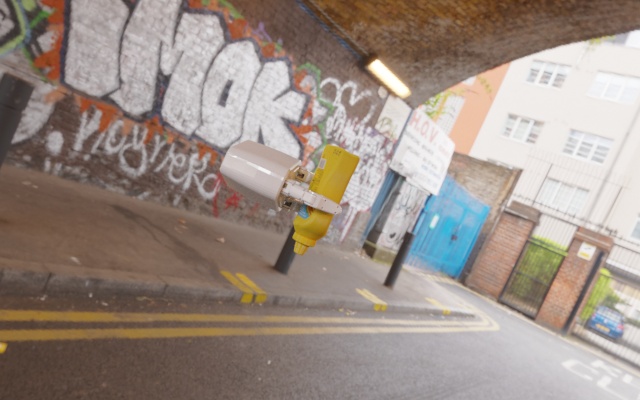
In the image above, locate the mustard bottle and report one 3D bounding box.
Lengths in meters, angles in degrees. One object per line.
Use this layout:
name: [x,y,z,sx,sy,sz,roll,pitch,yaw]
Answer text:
mustard bottle: [0.001,0.003,0.811,0.058,0.191,0.096,23,2,-20]
